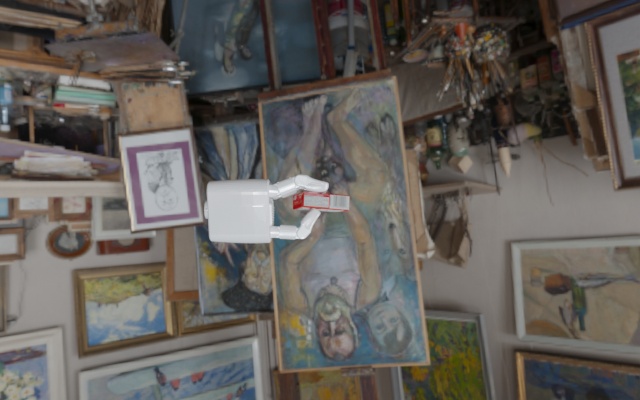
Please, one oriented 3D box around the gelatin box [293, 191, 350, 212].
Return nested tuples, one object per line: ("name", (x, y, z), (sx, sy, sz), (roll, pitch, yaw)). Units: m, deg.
("gelatin box", (0.000, 0.003, 0.861), (0.089, 0.030, 0.073), (5, -5, -15))
